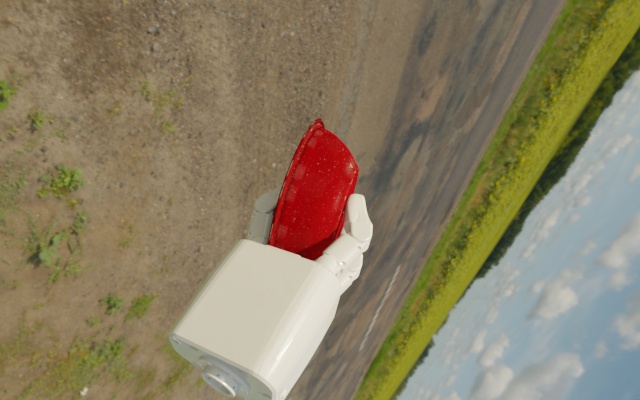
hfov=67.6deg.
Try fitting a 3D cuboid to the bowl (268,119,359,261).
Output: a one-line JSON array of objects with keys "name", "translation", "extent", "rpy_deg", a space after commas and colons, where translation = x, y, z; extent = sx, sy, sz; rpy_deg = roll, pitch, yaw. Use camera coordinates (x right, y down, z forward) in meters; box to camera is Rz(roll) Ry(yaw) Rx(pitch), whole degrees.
[{"name": "bowl", "translation": [0.001, 0.001, 0.491], "extent": [0.055, 0.162, 0.162], "rpy_deg": [18, 2, 7]}]
